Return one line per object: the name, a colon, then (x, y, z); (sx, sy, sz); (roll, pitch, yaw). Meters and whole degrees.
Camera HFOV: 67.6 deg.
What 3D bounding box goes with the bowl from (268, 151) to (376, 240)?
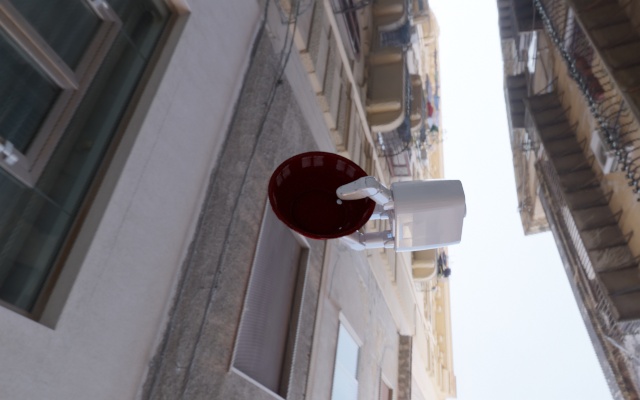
bowl: (-0.001, 0.002, 0.728); (0.162, 0.162, 0.055); (0, -35, -8)
